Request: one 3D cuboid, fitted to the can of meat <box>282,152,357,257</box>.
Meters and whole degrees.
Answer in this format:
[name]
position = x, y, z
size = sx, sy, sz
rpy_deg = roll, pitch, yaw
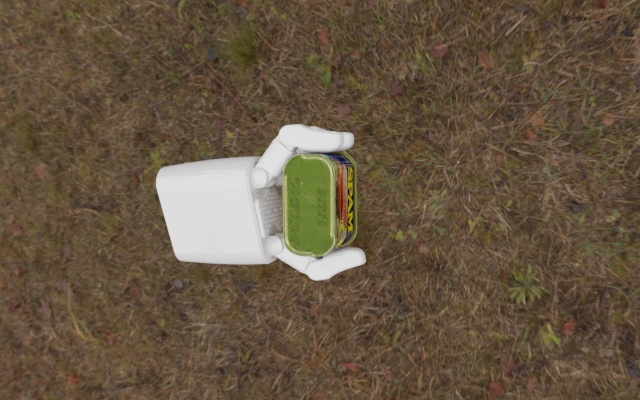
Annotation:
[can of meat]
position = 0.000, 0.002, 0.479
size = 0.057, 0.102, 0.084
rpy_deg = 1, 5, 17
